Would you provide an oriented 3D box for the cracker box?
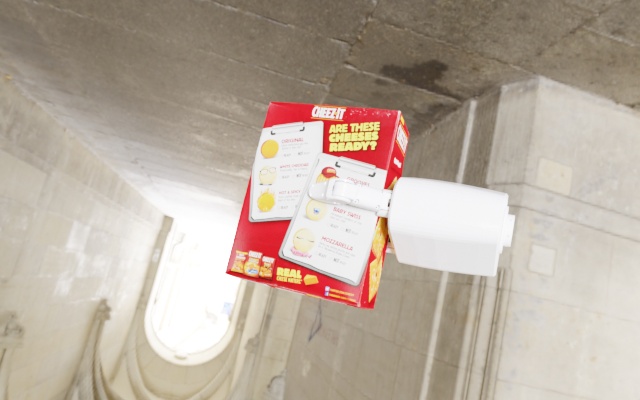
[{"bbox_3d":[0.000,0.002,0.552,0.164,0.213,0.072,9,-12,22],"label":"cracker box"}]
